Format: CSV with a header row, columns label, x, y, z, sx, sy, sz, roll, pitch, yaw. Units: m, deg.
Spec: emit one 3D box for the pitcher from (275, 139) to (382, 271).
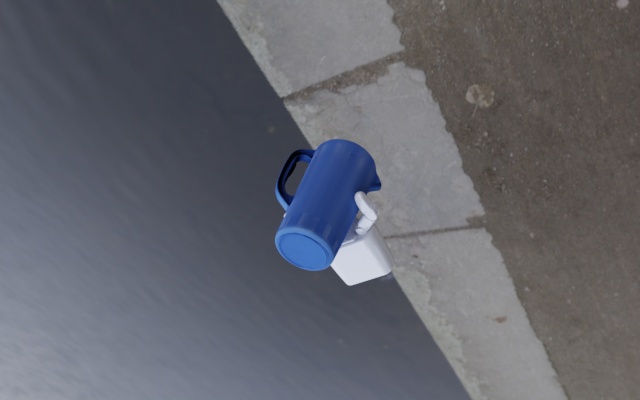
label,x,y,z,sx,sy,sz,roll,pitch,yaw
pitcher,0.000,0.003,0.883,0.149,0.145,0.242,-11,36,35
